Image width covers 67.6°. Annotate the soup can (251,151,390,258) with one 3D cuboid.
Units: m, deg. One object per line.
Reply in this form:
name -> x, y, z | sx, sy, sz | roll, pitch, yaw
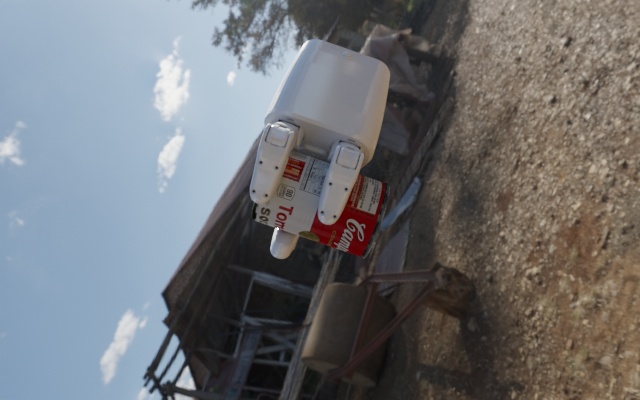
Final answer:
soup can -> 0.000, 0.002, 0.410 | 0.102, 0.068, 0.068 | 19, 0, -1
